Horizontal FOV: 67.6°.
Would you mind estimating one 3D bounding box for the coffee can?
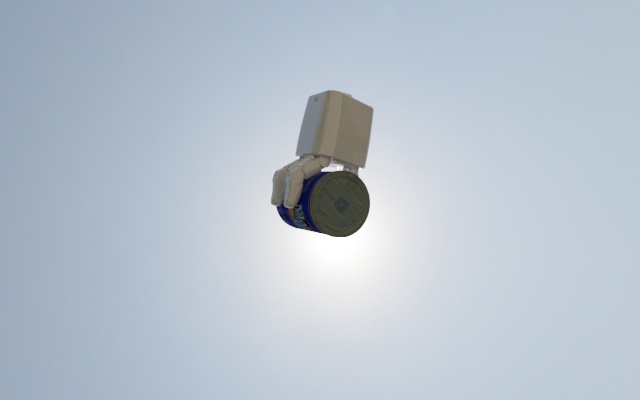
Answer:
[{"bbox_3d":[0.000,0.003,0.775,0.103,0.103,0.140,0,3,-28],"label":"coffee can"}]
